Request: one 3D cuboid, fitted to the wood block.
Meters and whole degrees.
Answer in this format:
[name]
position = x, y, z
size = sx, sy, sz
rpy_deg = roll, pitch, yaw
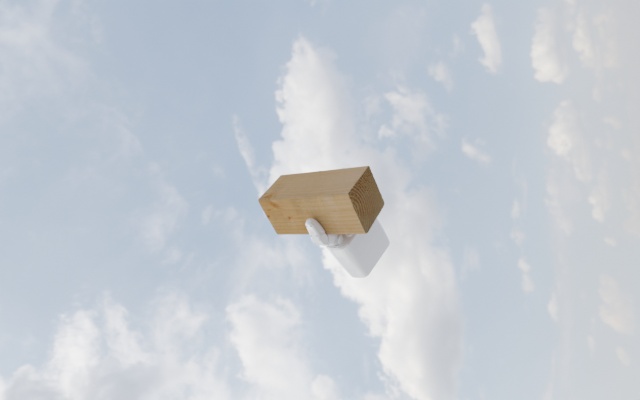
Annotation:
[wood block]
position = 0.000, 0.003, 0.893
size = 0.206, 0.090, 0.090
rpy_deg = -4, 34, 36
